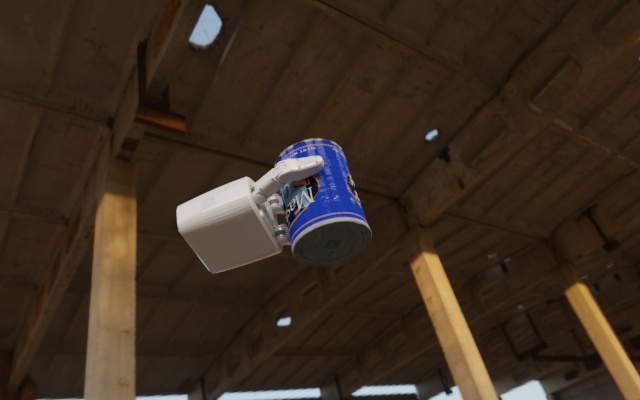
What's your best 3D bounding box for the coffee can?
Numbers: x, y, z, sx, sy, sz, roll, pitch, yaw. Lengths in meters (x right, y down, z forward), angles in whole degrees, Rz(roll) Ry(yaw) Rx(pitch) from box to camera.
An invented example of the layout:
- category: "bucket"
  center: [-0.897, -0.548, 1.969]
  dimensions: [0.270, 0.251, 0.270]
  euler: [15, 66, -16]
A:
- category: "coffee can"
  center: [0.000, 0.002, 0.640]
  dimensions: [0.103, 0.140, 0.103]
  euler: [-10, -36, -8]
